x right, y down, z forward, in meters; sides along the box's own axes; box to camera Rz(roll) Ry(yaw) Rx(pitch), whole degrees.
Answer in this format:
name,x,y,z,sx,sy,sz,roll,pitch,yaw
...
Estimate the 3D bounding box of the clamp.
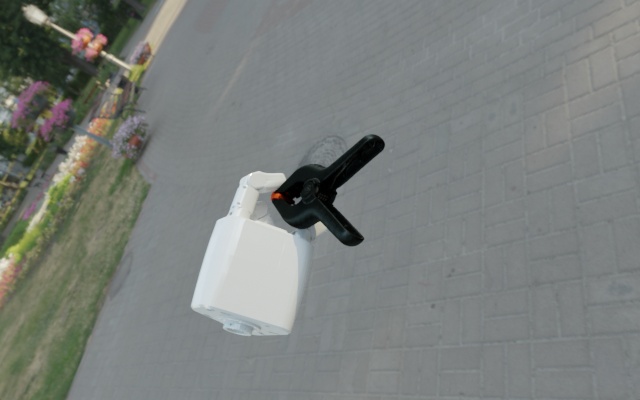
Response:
name,x,y,z,sx,sy,sz,roll,pitch,yaw
clamp,0.000,0.001,0.535,0.039,0.120,0.171,30,-31,-29
